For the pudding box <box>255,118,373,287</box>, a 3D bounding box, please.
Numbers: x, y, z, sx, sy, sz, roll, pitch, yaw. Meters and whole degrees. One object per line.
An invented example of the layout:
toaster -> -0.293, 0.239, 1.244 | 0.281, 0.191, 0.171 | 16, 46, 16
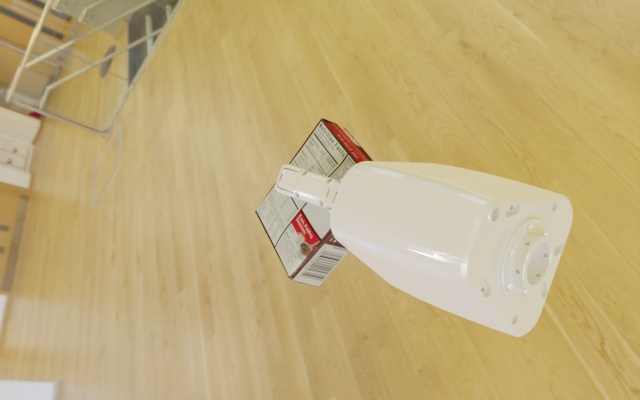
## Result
pudding box -> 0.000, 0.001, 0.404 | 0.039, 0.113, 0.090 | 20, 28, -43
